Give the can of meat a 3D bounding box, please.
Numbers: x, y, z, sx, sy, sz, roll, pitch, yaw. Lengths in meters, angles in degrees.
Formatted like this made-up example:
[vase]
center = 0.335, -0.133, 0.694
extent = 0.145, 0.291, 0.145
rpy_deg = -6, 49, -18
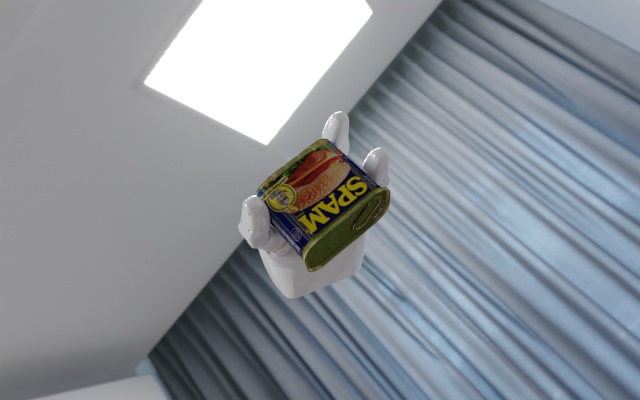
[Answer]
[can of meat]
center = 0.000, 0.001, 0.449
extent = 0.102, 0.084, 0.057
rpy_deg = -38, -26, -14
